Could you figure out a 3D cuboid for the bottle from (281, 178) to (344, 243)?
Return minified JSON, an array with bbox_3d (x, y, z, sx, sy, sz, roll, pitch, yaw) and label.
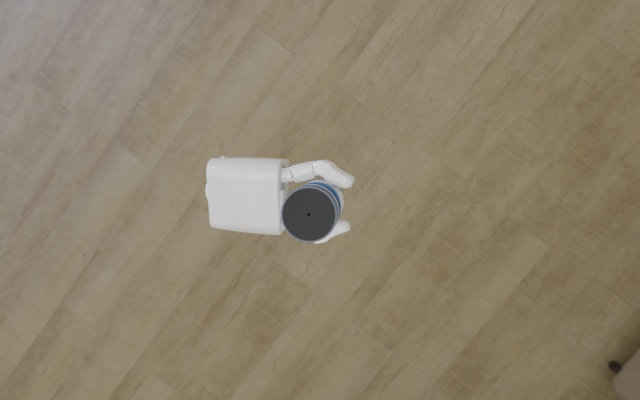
[{"bbox_3d":[0.000,0.002,0.696,0.069,0.069,0.295,0,5,5],"label":"bottle"}]
